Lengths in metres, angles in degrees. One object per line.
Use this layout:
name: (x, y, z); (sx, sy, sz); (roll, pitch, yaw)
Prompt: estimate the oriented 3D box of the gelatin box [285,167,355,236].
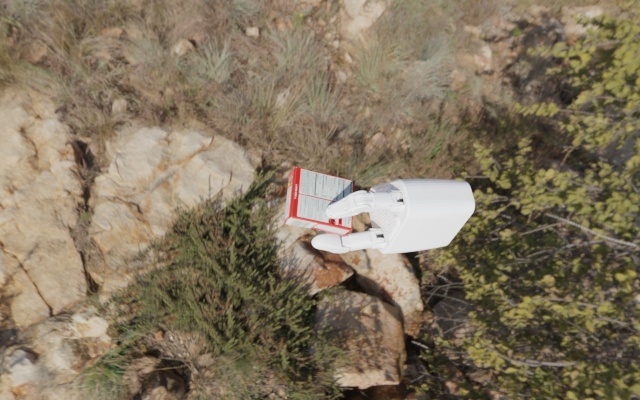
gelatin box: (0.000, 0.002, 0.632); (0.089, 0.073, 0.030); (13, -25, -19)
